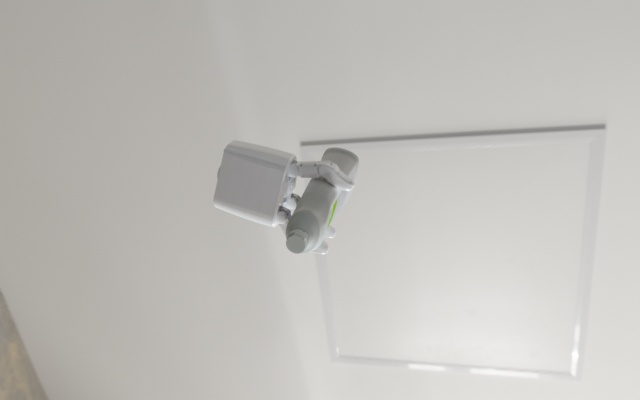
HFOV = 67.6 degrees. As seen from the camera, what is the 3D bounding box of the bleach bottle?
[{"bbox_3d":[0.000,0.003,0.747,0.068,0.103,0.250,16,27,9],"label":"bleach bottle"}]
